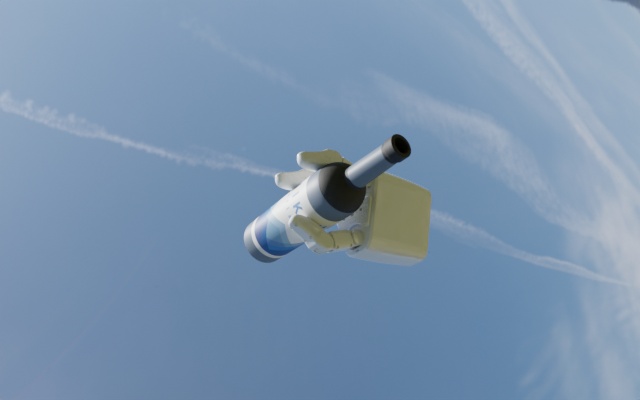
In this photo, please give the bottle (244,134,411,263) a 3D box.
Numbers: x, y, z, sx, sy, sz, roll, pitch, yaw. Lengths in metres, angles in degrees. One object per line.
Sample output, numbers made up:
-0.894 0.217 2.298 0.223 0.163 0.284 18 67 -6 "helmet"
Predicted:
0.000 0.002 0.592 0.069 0.069 0.296 0 -23 -38 "bottle"
